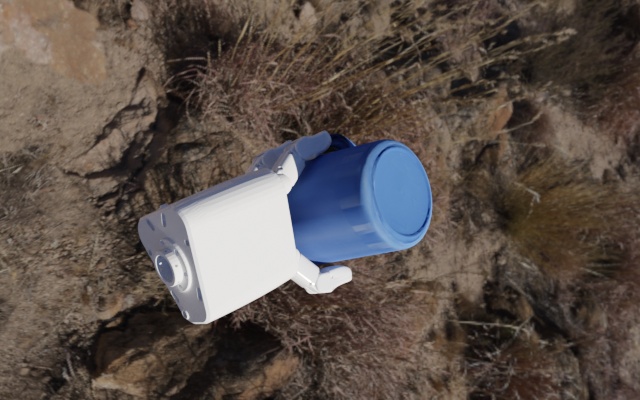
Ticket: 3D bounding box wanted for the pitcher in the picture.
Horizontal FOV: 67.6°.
[{"bbox_3d":[0.000,0.002,0.542,0.243,0.149,0.145,-14,7,46],"label":"pitcher"}]
